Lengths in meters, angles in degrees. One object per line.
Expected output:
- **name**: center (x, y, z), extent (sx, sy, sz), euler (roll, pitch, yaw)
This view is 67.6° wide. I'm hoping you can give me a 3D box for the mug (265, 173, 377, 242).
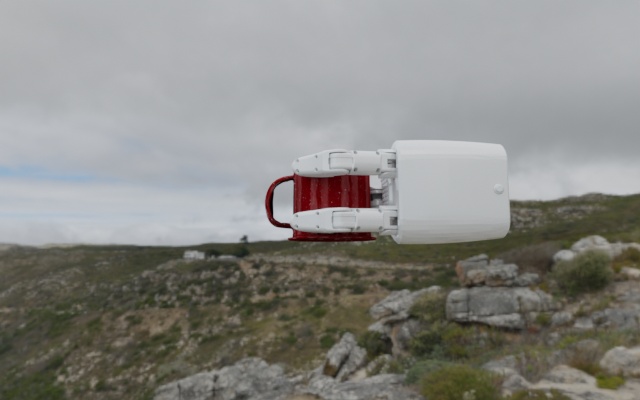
- **mug**: center (-0.001, 0.001, 0.506), extent (0.117, 0.081, 0.093), euler (0, -7, -4)
